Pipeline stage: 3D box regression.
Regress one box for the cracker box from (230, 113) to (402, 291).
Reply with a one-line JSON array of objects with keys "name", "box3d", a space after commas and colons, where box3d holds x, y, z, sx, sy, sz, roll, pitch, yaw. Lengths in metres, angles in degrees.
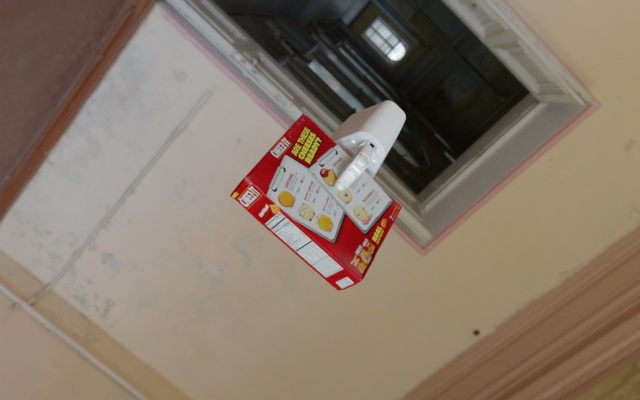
[{"name": "cracker box", "box3d": [0.000, 0.002, 0.706, 0.072, 0.214, 0.164, -38, 12, 50]}]
